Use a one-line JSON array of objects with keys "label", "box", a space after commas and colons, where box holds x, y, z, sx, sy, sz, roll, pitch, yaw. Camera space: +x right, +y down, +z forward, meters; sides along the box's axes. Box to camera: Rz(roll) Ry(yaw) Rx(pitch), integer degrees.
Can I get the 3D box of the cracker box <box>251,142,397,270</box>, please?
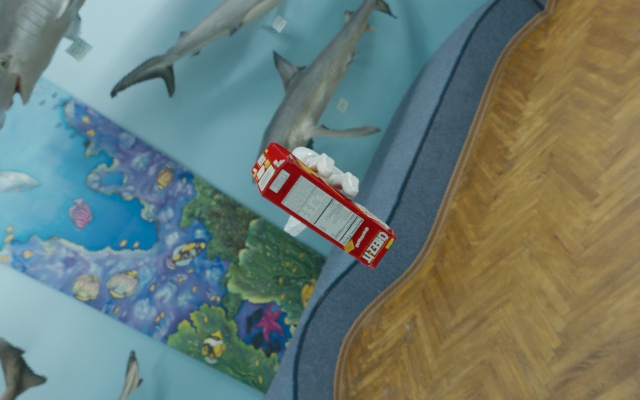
[{"label": "cracker box", "box": [0.000, 0.003, 0.760, 0.214, 0.072, 0.164, 35, 5, -19]}]
